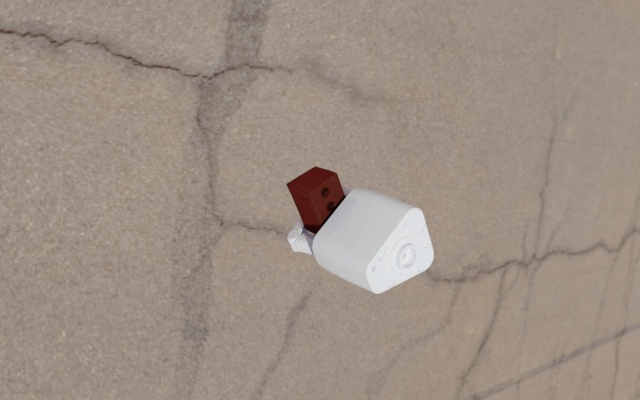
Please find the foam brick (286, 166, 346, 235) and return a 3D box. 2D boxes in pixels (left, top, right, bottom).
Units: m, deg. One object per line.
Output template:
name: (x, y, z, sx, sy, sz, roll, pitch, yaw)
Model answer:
foam brick: (0.000, 0.002, 0.641, 0.053, 0.078, 0.051, -36, 32, -23)
